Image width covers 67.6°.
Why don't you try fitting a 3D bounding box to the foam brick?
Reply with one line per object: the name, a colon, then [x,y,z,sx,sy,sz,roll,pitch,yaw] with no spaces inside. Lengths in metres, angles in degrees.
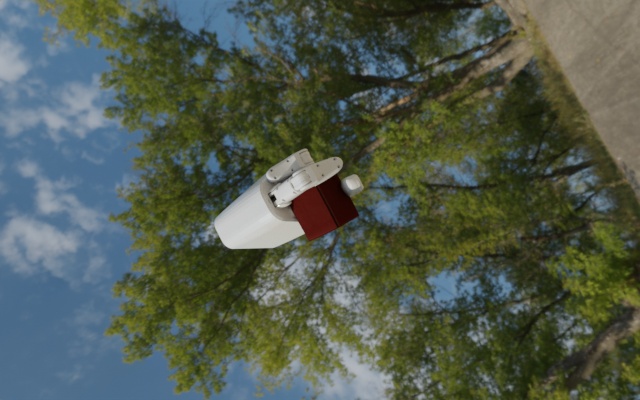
foam brick: [0.000,0.002,0.586,0.051,0.078,0.053,-32,-6,35]
